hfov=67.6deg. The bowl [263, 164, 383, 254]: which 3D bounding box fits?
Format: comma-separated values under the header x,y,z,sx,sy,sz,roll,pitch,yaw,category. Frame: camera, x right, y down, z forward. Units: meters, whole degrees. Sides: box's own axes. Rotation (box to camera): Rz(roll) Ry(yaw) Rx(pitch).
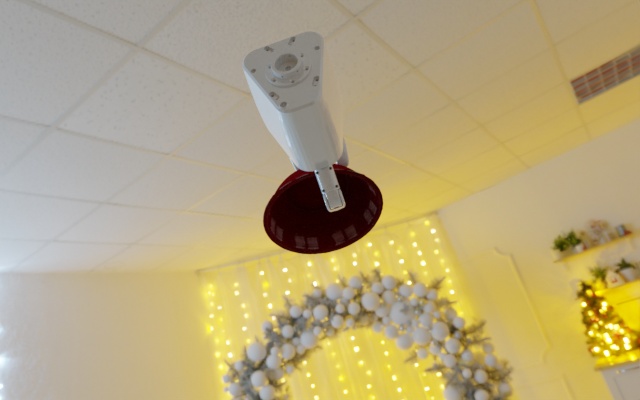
x,y,z,sx,sy,sz,roll,pitch,yaw,category
0.000,0.003,0.648,0.162,0.162,0.055,0,44,-15,bowl
